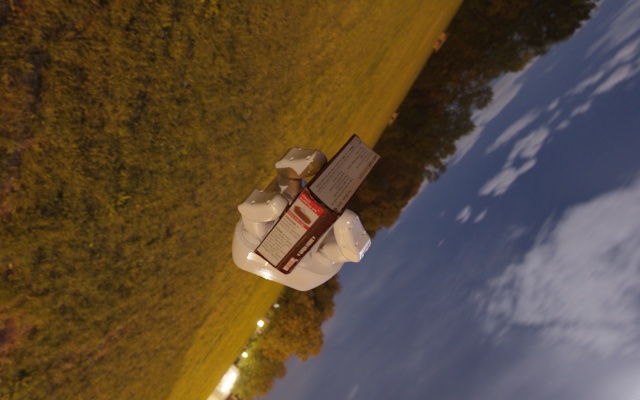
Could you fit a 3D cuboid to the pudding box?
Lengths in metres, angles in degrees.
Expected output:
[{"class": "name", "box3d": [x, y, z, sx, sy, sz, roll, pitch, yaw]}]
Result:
[{"class": "pudding box", "box3d": [0.000, 0.002, 0.418, 0.039, 0.090, 0.113, 38, 38, -1]}]
